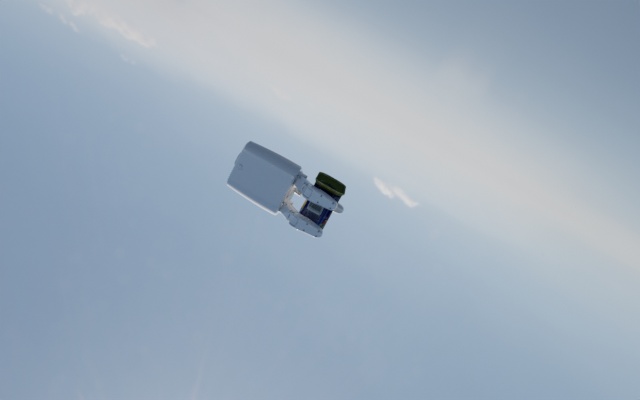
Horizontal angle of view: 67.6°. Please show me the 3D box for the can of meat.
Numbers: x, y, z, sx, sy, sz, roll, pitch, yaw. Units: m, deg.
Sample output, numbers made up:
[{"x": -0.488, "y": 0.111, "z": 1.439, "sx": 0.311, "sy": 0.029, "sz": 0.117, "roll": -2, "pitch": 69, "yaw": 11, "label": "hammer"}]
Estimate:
[{"x": 0.000, "y": 0.003, "z": 0.857, "sx": 0.057, "sy": 0.084, "sz": 0.102, "roll": 29, "pitch": 13, "yaw": -2, "label": "can of meat"}]
